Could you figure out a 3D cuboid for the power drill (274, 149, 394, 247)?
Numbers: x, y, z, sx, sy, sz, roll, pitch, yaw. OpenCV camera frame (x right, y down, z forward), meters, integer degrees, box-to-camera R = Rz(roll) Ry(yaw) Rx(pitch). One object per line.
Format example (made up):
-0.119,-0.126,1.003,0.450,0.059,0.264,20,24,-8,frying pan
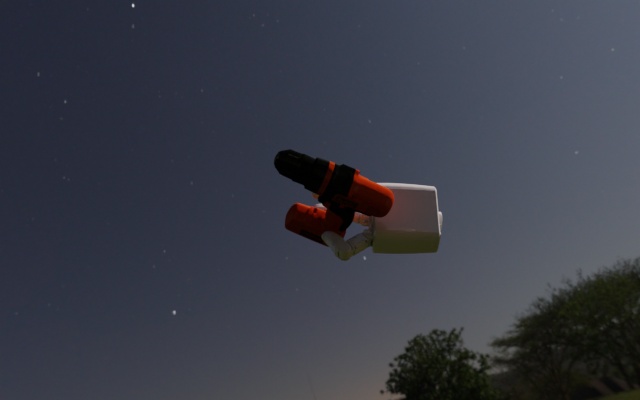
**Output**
0.000,0.003,0.752,0.184,0.057,0.188,24,-28,-6,power drill
